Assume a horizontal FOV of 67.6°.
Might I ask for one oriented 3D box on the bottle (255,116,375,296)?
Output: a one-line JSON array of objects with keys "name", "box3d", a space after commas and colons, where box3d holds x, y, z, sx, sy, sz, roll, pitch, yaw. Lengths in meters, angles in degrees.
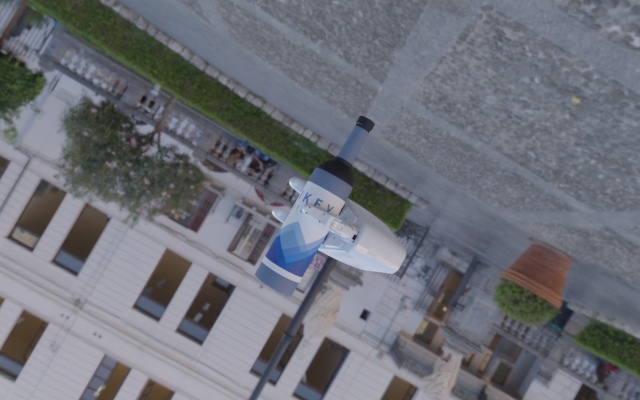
[{"name": "bottle", "box3d": [0.000, 0.003, 0.739, 0.069, 0.295, 0.069, 30, -2, 1]}]
